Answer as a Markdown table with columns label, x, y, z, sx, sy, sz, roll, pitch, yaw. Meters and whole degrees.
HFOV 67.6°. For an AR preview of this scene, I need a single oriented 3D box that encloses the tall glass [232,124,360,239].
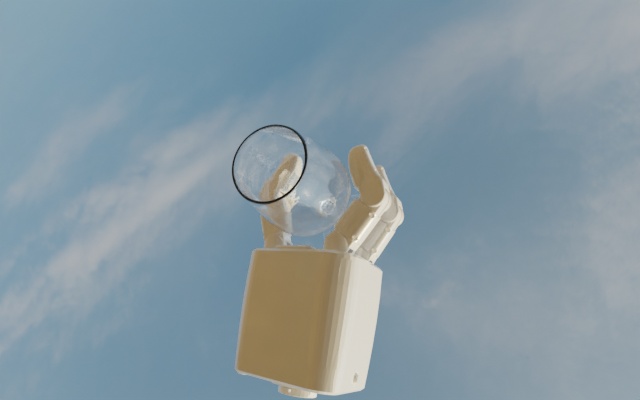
| label | x | y | z | sx | sy | sz | roll | pitch | yaw |
| --- | --- | --- | --- | --- | --- | --- | --- | --- | --- |
| tall glass | 0.000 | 0.001 | 0.431 | 0.079 | 0.079 | 0.201 | 0 | -17 | 23 |
